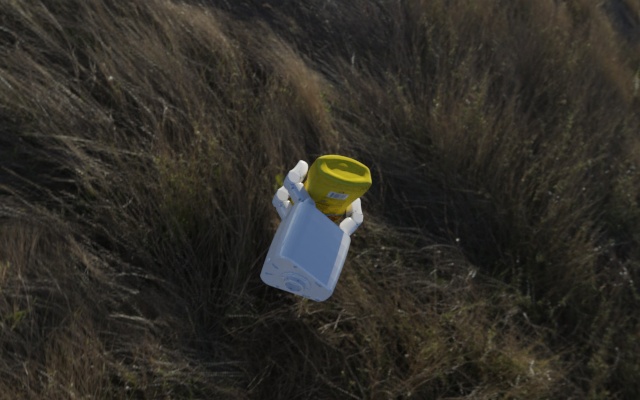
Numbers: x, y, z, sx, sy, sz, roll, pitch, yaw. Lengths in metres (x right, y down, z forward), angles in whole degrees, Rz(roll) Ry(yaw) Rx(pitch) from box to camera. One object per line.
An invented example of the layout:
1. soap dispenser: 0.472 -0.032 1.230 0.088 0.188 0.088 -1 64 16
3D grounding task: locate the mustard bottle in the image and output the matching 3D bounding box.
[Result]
1. mustard bottle: 0.000 0.002 0.805 0.096 0.058 0.192 9 -35 -24
